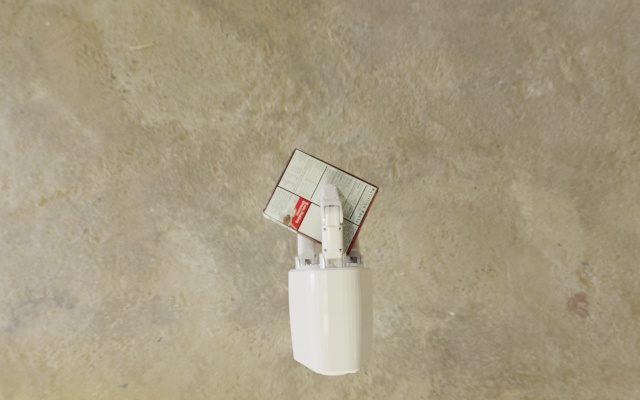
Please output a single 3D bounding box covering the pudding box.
[{"bbox_3d":[0.000,0.002,0.563,0.113,0.090,0.039,26,-6,1],"label":"pudding box"}]
